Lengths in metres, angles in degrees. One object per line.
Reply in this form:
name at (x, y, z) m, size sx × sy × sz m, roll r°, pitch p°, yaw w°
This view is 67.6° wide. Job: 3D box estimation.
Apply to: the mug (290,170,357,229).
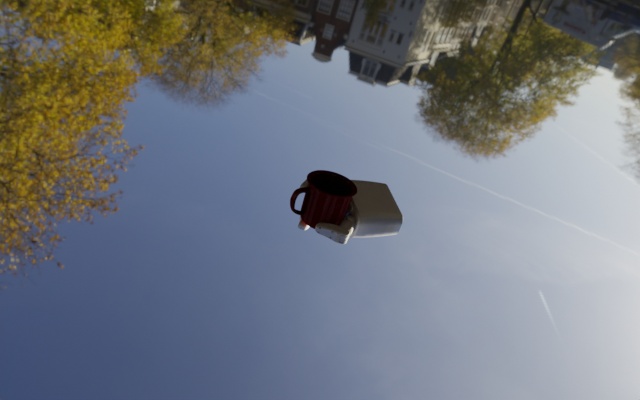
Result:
mug at (-0.001, 0.003, 0.857) m, size 0.117 × 0.081 × 0.093 m, roll -1°, pitch 34°, yaw -30°
